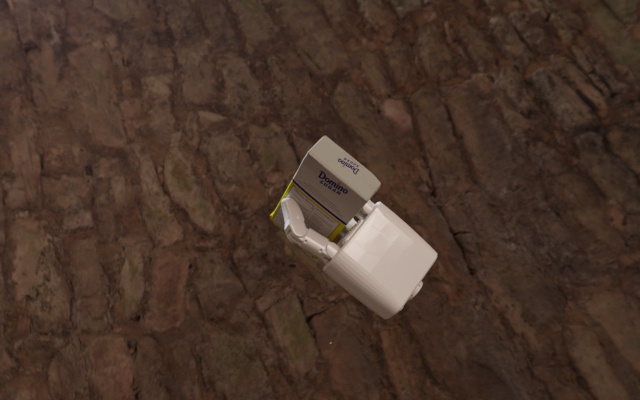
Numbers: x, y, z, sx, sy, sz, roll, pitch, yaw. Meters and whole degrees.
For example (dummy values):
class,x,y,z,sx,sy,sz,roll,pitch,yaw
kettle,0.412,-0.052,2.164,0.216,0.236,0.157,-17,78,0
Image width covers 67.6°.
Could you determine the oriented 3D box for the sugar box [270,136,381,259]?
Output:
class,x,y,z,sx,sy,sz,roll,pitch,yaw
sugar box,0.000,0.002,0.631,0.048,0.093,0.176,-48,-3,-38
